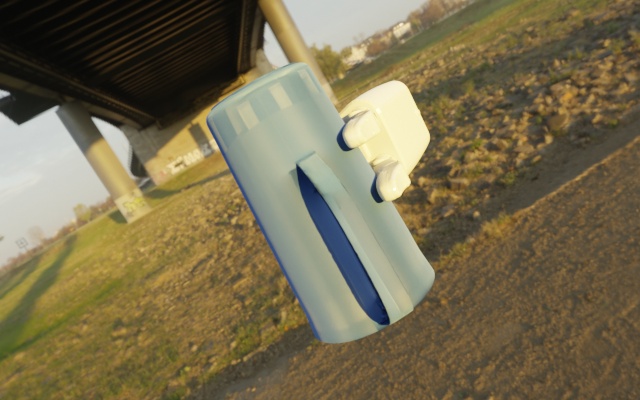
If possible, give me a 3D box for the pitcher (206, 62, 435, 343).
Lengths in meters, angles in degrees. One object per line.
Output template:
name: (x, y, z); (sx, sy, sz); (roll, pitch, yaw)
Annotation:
pitcher: (0.000, 0.001, 0.444); (0.149, 0.243, 0.145); (-22, 13, 37)
